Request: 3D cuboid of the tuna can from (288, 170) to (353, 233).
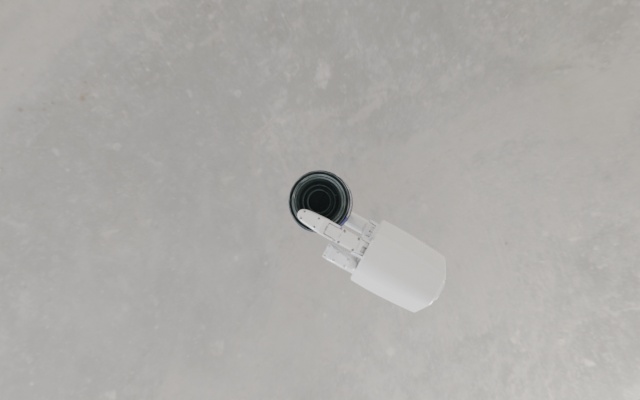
[{"bbox_3d":[0.000,0.002,0.653,0.086,0.086,0.034,0,-4,9],"label":"tuna can"}]
